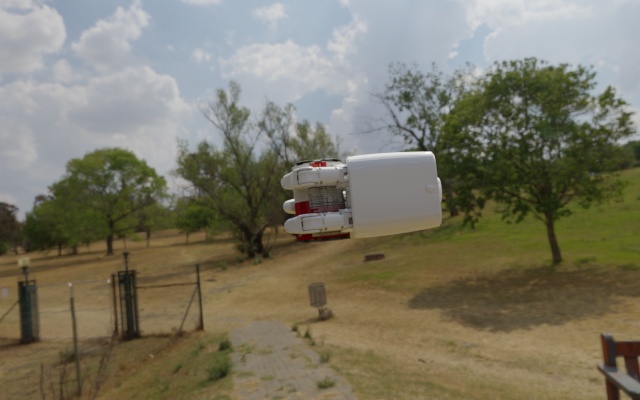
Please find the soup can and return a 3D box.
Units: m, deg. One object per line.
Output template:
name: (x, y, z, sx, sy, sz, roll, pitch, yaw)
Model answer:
soup can: (0.000, 0.002, 0.614, 0.068, 0.102, 0.068, -6, -4, 0)
